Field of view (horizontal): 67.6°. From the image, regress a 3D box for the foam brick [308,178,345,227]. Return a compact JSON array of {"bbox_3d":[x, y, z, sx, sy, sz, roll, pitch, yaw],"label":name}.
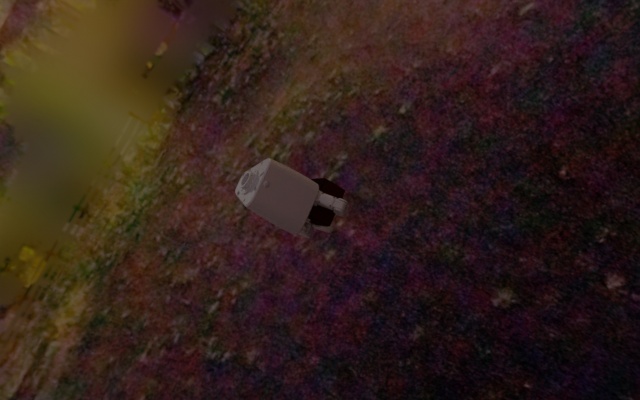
[{"bbox_3d":[0.000,0.003,0.885,0.051,0.078,0.053,30,-14,-27],"label":"foam brick"}]
